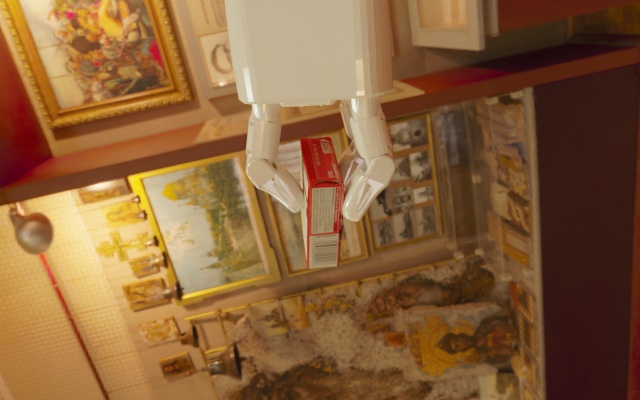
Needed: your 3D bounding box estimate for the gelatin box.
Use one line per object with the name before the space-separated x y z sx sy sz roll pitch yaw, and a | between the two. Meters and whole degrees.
gelatin box | 0.000 0.002 0.407 0.030 0.089 0.073 -3 35 -6
